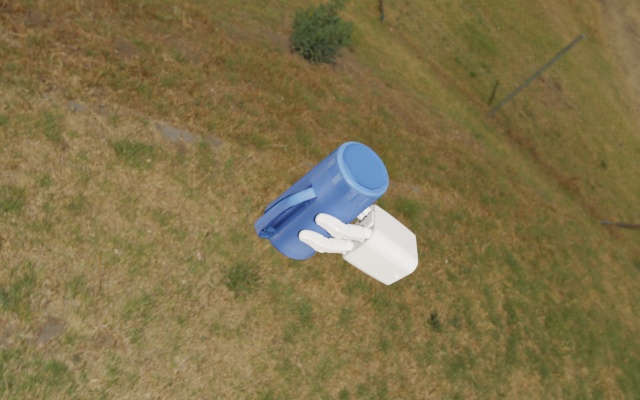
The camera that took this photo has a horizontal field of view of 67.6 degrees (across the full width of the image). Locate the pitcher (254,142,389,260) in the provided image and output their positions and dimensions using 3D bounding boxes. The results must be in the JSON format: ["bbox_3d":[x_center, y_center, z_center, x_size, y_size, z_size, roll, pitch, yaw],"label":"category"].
[{"bbox_3d":[0.000,0.003,0.858,0.145,0.149,0.243,36,-45,-14],"label":"pitcher"}]
